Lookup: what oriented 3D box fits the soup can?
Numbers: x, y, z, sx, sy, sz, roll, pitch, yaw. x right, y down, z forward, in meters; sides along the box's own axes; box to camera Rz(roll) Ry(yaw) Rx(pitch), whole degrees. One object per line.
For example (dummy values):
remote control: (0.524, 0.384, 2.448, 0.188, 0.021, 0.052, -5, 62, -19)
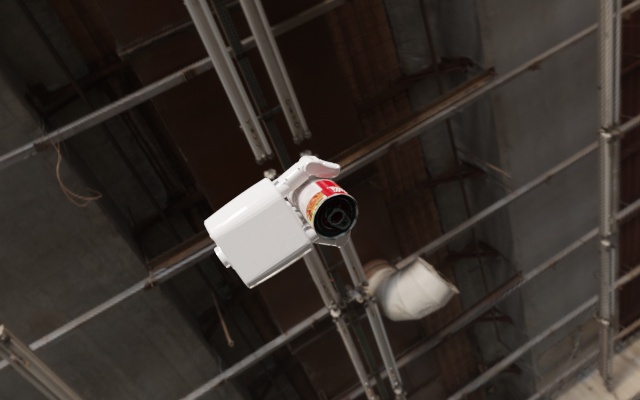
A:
soup can: (0.000, 0.002, 0.670, 0.068, 0.068, 0.102, 0, 24, -27)
